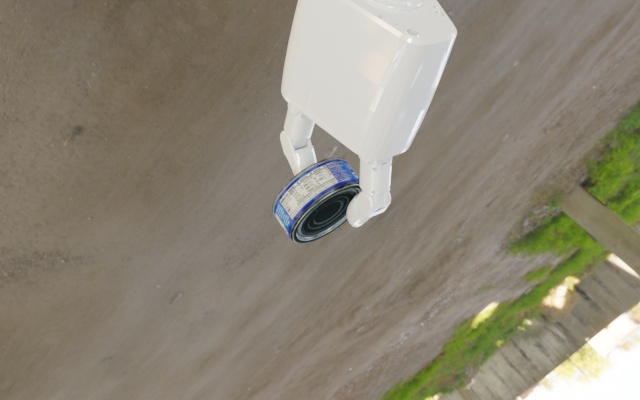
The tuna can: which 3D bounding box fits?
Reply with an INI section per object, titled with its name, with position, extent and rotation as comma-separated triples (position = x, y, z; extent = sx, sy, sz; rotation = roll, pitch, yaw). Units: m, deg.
[tuna can]
position = 0.000, 0.002, 0.444
extent = 0.086, 0.033, 0.086
rotation = -30, -24, -15
